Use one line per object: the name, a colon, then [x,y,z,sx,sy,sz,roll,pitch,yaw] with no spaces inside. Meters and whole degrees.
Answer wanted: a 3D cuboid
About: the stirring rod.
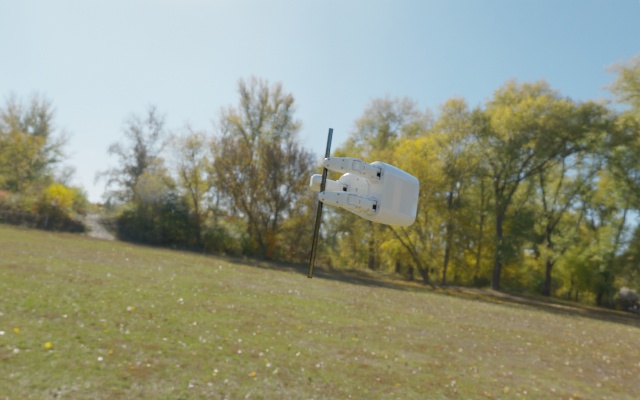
stirring rod: [0.000,0.003,0.756,0.011,0.239,0.011,8,-7,1]
